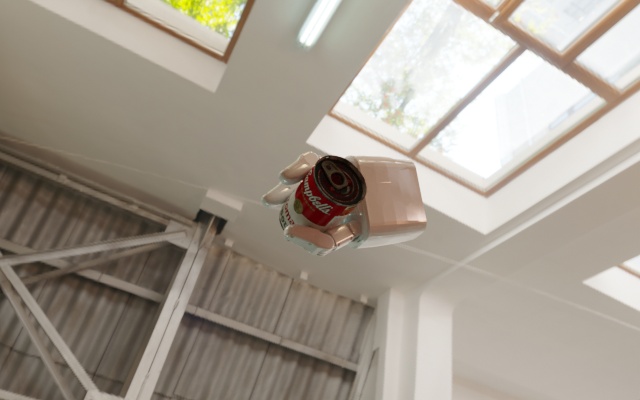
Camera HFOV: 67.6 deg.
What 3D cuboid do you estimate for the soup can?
[{"bbox_3d":[0.000,0.002,0.572,0.068,0.068,0.102,0,-30,-32],"label":"soup can"}]
